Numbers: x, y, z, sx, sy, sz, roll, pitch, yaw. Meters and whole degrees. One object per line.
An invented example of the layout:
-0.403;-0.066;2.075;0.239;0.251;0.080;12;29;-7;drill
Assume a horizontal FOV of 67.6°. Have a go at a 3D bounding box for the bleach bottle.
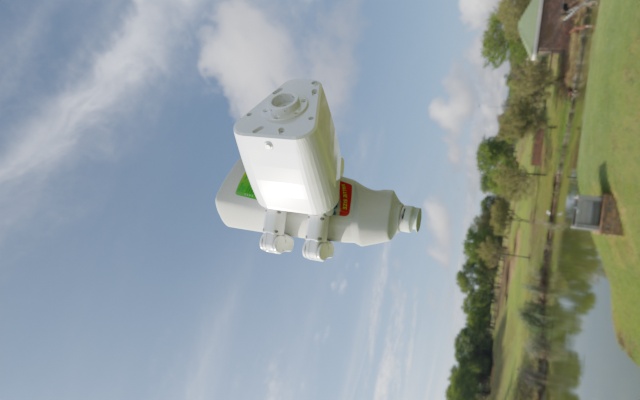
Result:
0.000;0.002;0.596;0.251;0.102;0.068;7;-42;22;bleach bottle
